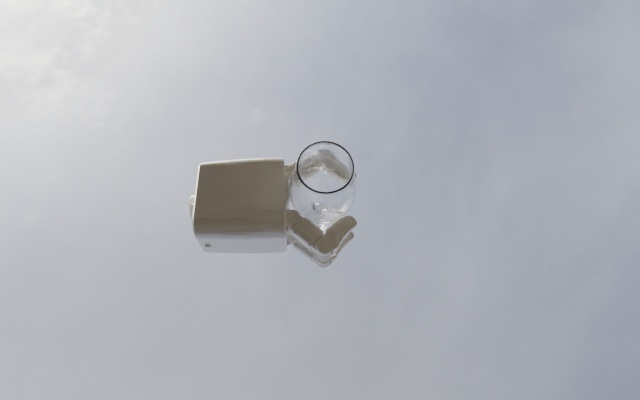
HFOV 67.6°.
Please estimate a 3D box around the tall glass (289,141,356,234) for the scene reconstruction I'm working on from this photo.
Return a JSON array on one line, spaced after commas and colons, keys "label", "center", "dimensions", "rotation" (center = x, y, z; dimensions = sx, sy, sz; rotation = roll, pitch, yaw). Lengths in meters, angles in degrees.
[{"label": "tall glass", "center": [0.000, 0.002, 0.593], "dimensions": [0.079, 0.079, 0.201], "rotation": [0, -22, -3]}]
